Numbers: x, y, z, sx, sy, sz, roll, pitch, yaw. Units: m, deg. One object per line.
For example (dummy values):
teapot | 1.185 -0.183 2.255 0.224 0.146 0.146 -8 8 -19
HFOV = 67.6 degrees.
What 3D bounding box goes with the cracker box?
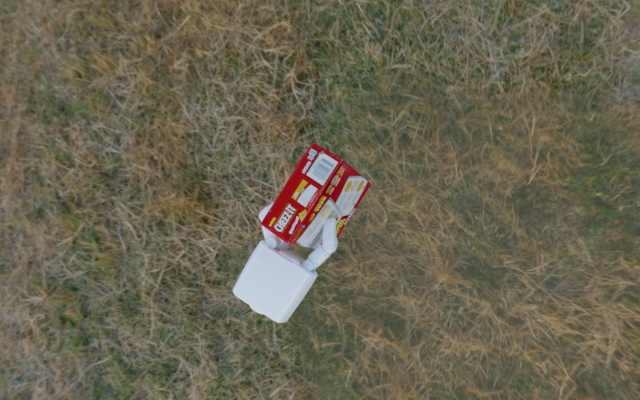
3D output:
cracker box | 0.000 0.003 0.867 0.072 0.164 0.214 33 3 20
